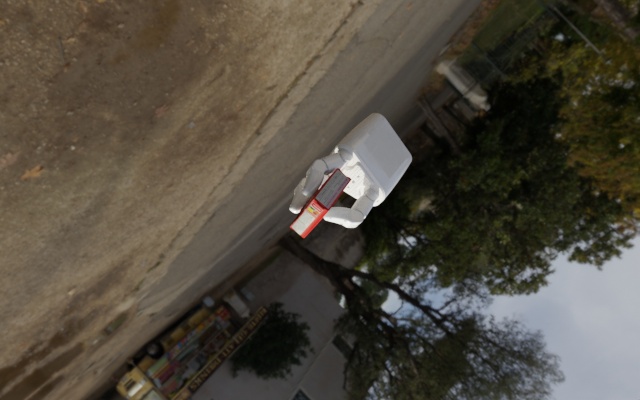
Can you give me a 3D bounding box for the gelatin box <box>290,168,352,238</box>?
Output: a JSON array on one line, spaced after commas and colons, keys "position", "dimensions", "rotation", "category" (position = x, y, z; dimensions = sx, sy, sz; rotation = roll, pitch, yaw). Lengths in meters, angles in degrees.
[{"position": [0.000, 0.003, 0.689], "dimensions": [0.073, 0.030, 0.089], "rotation": [-48, 4, 42], "category": "gelatin box"}]
